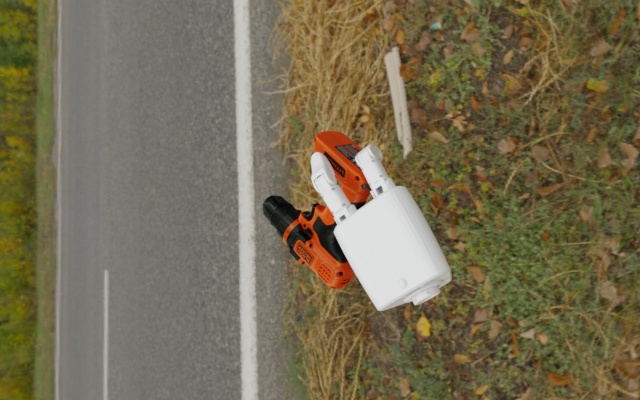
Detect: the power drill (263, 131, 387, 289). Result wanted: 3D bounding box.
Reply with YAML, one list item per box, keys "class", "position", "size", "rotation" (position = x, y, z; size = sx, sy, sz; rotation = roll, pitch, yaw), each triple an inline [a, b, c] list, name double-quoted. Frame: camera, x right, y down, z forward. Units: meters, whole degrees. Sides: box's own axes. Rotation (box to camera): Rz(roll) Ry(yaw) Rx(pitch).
- class: "power drill"
  position: [0.000, 0.002, 0.655]
  size: [0.057, 0.188, 0.184]
  rotation: [-18, 50, -44]
